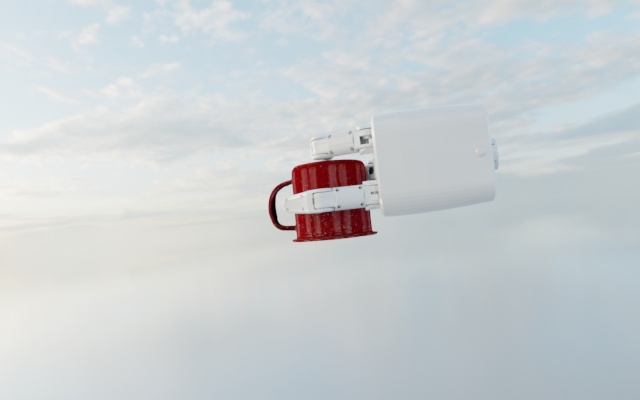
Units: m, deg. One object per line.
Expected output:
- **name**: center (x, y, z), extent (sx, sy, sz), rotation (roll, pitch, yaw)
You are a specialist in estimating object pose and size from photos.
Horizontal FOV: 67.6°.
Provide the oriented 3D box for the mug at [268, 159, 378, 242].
- **mug**: center (-0.001, 0.002, 0.524), extent (0.117, 0.081, 0.093), rotation (-6, -2, 9)
